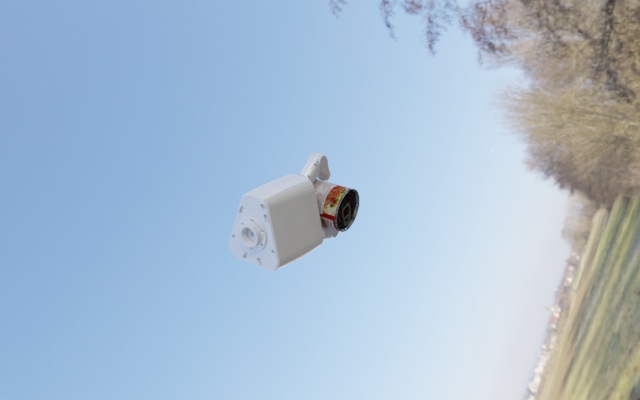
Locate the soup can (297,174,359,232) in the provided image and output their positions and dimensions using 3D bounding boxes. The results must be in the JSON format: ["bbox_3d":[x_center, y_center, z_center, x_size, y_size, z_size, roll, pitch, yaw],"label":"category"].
[{"bbox_3d":[0.000,0.002,0.744,0.102,0.068,0.068,17,9,29],"label":"soup can"}]
